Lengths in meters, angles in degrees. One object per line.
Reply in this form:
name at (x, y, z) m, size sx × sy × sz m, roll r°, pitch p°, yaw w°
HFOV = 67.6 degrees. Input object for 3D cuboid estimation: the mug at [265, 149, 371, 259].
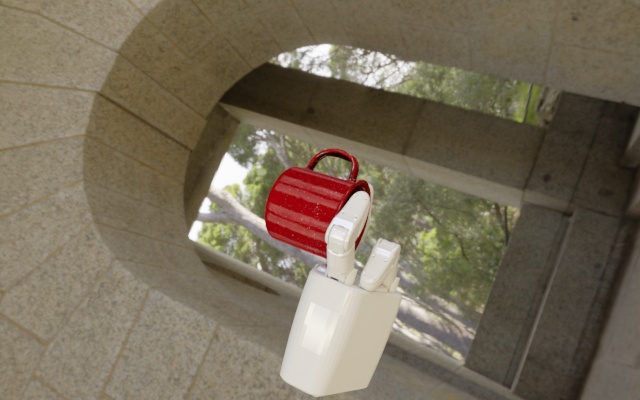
mug at (0.000, 0.000, 0.494) m, size 0.081 × 0.117 × 0.093 m, roll 18°, pitch -2°, yaw 24°
